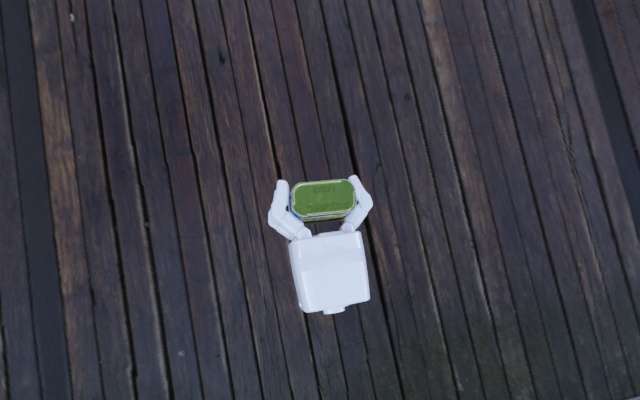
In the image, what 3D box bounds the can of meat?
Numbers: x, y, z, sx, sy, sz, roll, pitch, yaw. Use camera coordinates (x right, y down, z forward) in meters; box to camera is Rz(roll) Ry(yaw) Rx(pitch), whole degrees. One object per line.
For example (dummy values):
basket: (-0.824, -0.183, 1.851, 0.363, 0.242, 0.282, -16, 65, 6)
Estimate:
can of meat: (0.000, 0.002, 0.735, 0.102, 0.057, 0.084, -6, -8, -8)
